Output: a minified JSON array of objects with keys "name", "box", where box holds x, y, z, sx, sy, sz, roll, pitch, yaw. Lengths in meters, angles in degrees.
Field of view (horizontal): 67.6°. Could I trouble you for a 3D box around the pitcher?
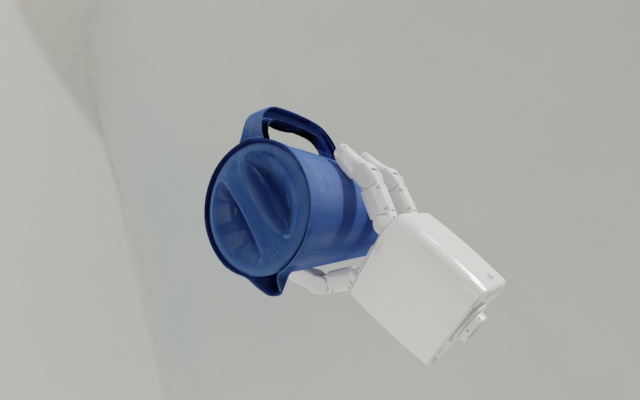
[{"name":"pitcher","box":[0.000,0.002,0.541,0.145,0.149,0.243,40,19,28]}]
